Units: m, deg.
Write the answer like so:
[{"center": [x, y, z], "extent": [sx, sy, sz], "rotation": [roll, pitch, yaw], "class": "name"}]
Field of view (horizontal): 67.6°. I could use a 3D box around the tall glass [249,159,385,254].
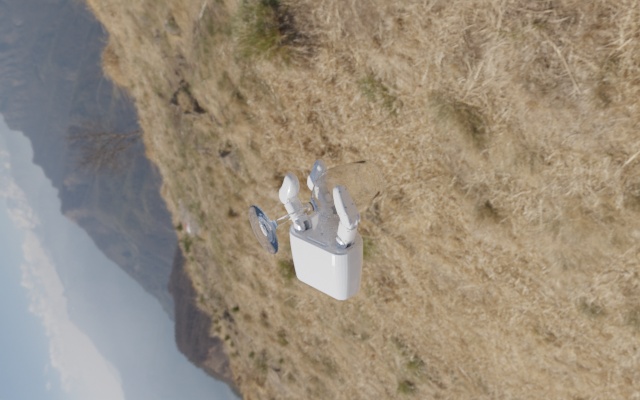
[{"center": [0.000, 0.002, 0.701], "extent": [0.201, 0.079, 0.079], "rotation": [-26, 13, -27], "class": "tall glass"}]
